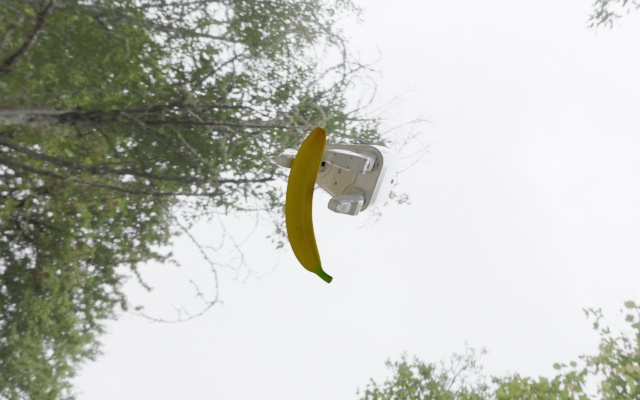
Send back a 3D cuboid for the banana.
[{"bbox_3d":[-0.016,0.006,0.621,0.069,0.198,0.037,-3,2,27],"label":"banana"}]
